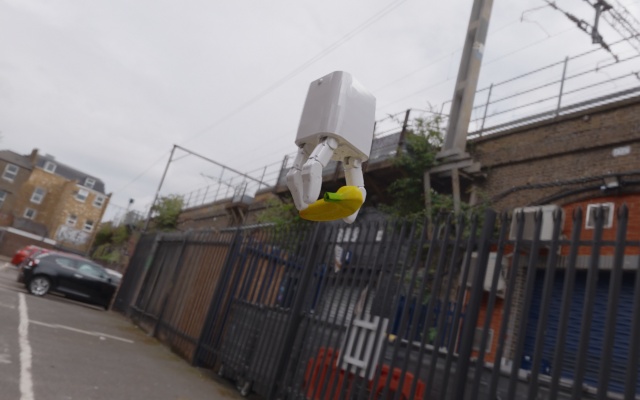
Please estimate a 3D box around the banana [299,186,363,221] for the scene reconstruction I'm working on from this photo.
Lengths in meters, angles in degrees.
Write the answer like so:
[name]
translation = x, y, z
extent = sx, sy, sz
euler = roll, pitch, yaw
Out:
[banana]
translation = 0.019, 0.005, 0.699
extent = 0.069, 0.037, 0.198
euler = 9, -12, -11
